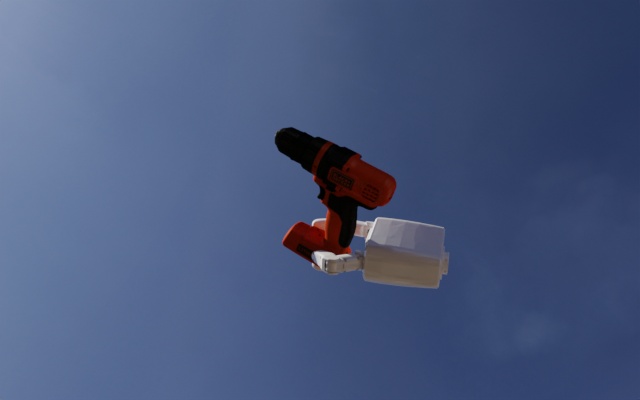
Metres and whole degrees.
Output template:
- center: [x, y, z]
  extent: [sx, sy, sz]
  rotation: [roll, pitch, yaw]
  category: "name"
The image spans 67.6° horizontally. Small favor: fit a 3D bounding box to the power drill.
- center: [0.000, 0.003, 0.690]
  extent: [0.184, 0.188, 0.057]
  rotation: [30, 40, 16]
  category: "power drill"
